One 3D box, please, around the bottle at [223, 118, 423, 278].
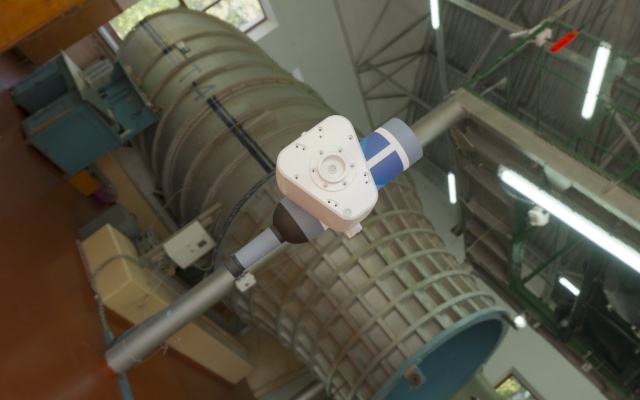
[{"bbox_3d":[0.000,0.002,0.631,0.295,0.069,0.069,-37,5,-7],"label":"bottle"}]
